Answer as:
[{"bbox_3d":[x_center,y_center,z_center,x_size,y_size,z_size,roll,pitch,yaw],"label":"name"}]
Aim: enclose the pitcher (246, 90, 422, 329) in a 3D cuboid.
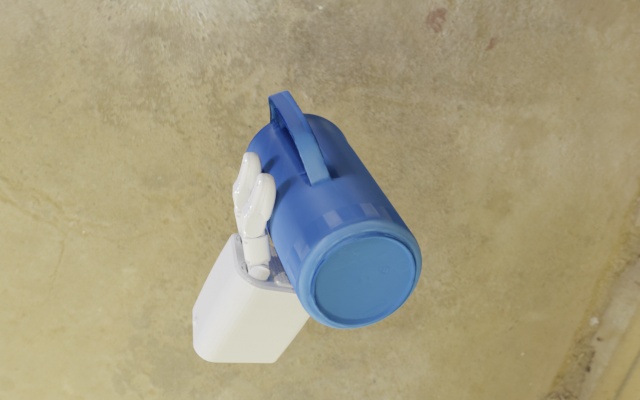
[{"bbox_3d":[0.000,0.002,0.476,0.149,0.145,0.242,23,18,-27],"label":"pitcher"}]
